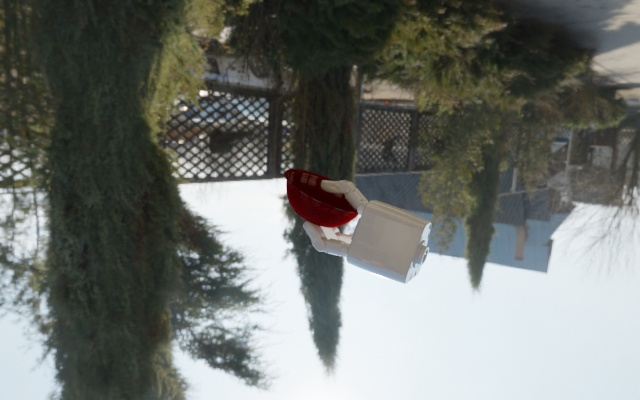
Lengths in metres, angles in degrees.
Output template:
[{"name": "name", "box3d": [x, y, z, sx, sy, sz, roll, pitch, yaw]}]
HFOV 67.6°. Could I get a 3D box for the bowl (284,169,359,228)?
[{"name": "bowl", "box3d": [-0.001, 0.003, 0.862, 0.162, 0.055, 0.162, 23, 18, -8]}]
